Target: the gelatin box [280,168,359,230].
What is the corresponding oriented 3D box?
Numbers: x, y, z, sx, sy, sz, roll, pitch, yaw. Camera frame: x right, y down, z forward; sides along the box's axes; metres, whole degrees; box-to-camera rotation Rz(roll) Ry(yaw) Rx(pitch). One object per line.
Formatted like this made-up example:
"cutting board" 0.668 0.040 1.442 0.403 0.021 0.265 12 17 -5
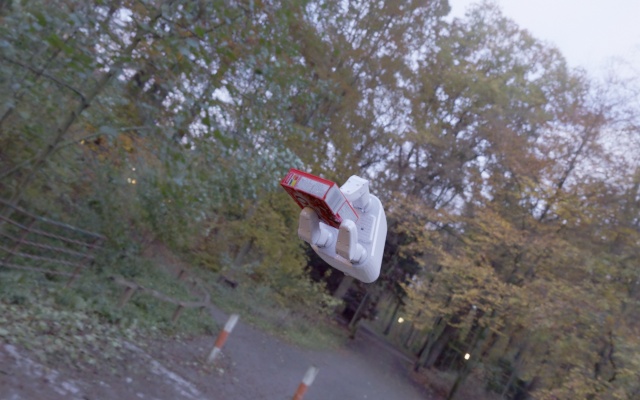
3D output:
"gelatin box" 0.000 0.001 0.610 0.073 0.030 0.089 22 -20 36
